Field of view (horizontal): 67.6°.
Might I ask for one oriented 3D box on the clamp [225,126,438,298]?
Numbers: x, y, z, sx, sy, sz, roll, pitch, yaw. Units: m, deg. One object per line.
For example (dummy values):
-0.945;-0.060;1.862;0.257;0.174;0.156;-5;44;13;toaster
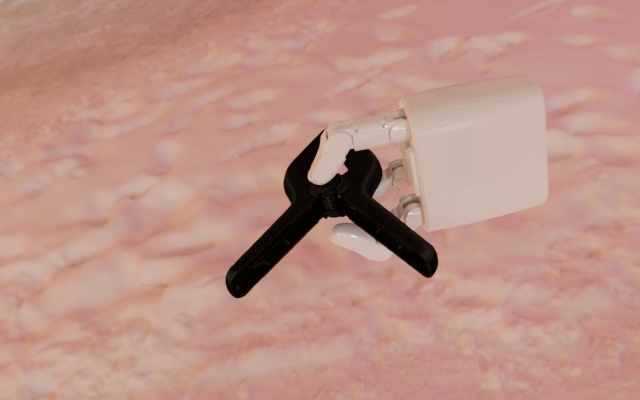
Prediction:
0.000;0.000;0.430;0.164;0.036;0.209;-11;39;4;clamp
